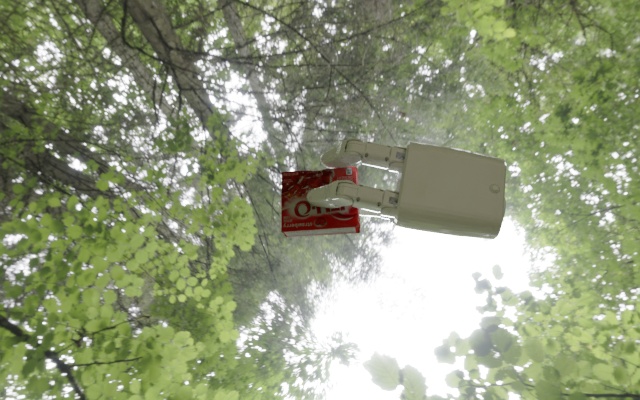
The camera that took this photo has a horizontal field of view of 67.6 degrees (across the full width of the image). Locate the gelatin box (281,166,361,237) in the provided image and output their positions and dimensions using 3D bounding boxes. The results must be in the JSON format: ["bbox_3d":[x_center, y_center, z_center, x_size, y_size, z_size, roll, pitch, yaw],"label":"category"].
[{"bbox_3d":[0.000,0.002,0.550,0.089,0.073,0.030,-4,-19,7],"label":"gelatin box"}]
